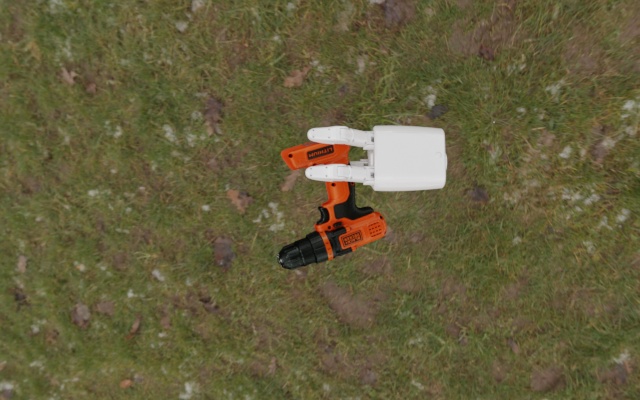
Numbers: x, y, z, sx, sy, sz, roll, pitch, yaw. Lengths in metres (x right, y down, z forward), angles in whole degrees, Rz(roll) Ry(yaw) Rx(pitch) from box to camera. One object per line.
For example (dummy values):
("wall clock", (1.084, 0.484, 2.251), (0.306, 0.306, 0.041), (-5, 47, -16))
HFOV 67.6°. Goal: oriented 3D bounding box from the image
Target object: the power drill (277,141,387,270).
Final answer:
("power drill", (0.000, 0.002, 0.749), (0.184, 0.188, 0.057), (-20, 14, -14))
